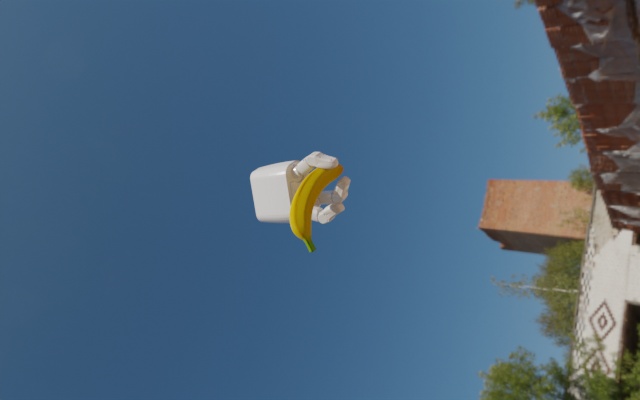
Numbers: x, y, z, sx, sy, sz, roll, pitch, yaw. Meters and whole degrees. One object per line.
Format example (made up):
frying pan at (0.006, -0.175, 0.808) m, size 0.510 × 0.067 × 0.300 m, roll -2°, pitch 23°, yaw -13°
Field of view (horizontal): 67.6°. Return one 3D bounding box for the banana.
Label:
banana at (-0.012, -0.006, 0.837) m, size 0.037 × 0.197 × 0.070 m, roll -13°, pitch -48°, yaw 39°
